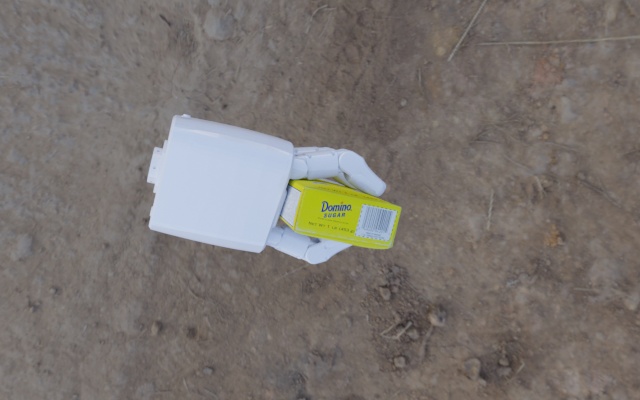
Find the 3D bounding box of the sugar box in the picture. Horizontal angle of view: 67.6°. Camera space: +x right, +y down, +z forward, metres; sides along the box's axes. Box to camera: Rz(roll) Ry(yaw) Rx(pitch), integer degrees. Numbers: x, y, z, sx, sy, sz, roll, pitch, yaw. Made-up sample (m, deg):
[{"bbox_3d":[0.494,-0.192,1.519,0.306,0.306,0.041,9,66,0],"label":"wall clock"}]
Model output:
[{"bbox_3d":[0.000,0.001,0.482,0.093,0.048,0.176,12,8,-19],"label":"sugar box"}]
